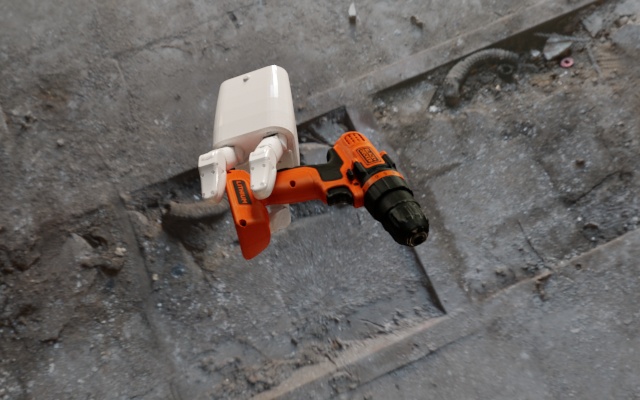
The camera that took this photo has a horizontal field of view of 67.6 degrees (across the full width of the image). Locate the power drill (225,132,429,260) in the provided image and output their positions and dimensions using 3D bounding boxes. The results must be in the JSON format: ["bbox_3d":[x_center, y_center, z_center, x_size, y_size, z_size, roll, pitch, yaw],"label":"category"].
[{"bbox_3d":[0.000,0.002,0.508,0.187,0.057,0.184,-14,39,-13],"label":"power drill"}]
